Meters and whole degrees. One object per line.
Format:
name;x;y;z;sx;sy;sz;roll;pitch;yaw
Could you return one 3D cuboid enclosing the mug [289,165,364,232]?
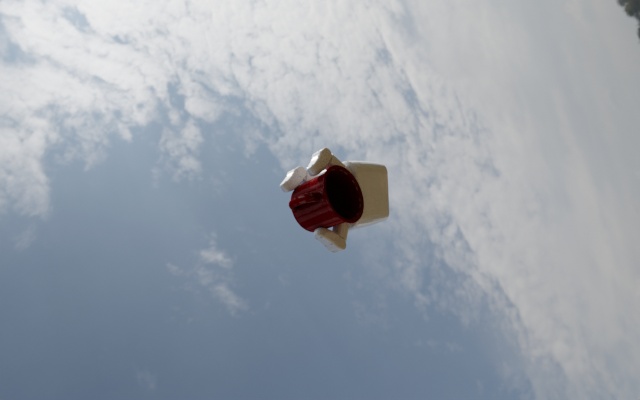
mug;-0.001;0.003;0.737;0.081;0.093;0.117;-23;-11;39
